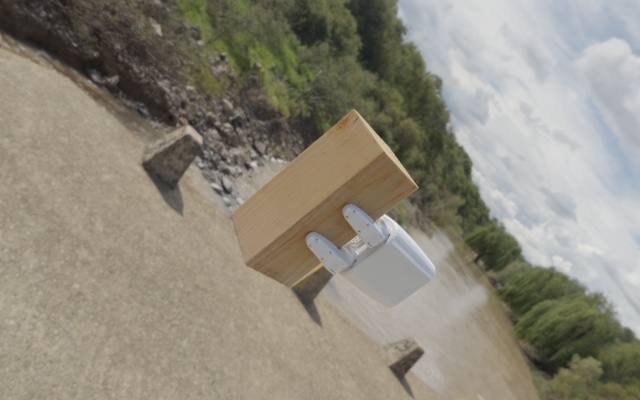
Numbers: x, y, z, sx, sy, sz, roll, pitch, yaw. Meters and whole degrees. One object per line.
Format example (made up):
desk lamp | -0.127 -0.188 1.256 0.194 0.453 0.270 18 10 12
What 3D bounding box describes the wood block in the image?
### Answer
wood block | 0.000 0.002 0.587 0.206 0.090 0.090 -39 -44 13
